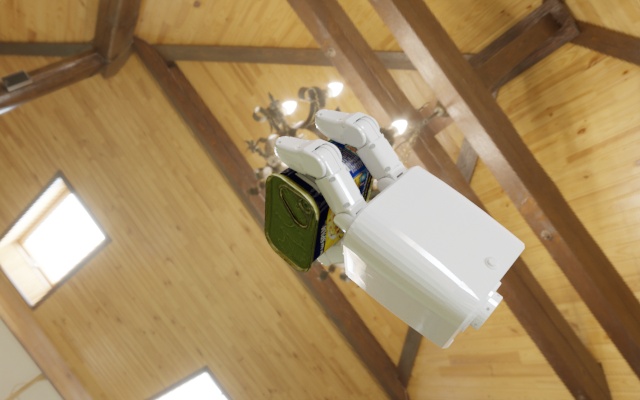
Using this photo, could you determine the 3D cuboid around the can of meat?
[{"bbox_3d":[0.000,0.001,0.427,0.057,0.102,0.084,37,54,23],"label":"can of meat"}]
